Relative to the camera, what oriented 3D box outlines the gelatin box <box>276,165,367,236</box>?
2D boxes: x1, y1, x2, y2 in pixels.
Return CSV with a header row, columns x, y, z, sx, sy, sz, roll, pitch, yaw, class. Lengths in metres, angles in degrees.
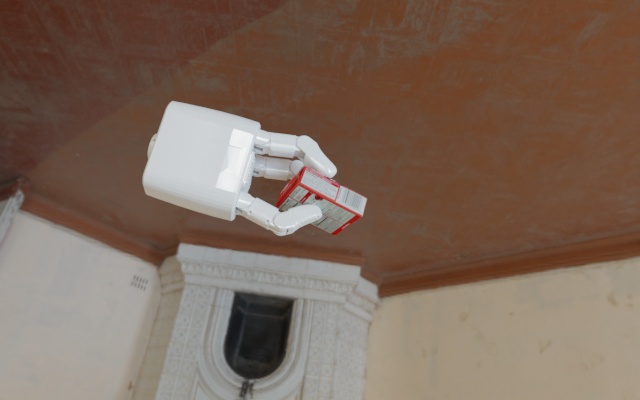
x,y,z,sx,sy,sz,roll,pitch,yaw,class
0.000,0.002,0.576,0.089,0.030,0.073,27,-32,-13,gelatin box
